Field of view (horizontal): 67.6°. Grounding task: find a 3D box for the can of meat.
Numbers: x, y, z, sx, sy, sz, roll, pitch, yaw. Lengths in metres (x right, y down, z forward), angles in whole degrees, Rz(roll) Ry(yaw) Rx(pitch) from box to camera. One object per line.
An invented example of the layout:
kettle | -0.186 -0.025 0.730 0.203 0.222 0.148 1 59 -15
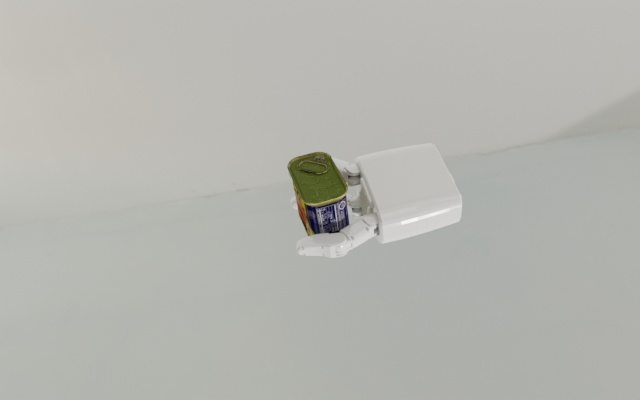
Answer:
can of meat | 0.000 0.002 0.599 0.057 0.084 0.102 -16 40 -8
